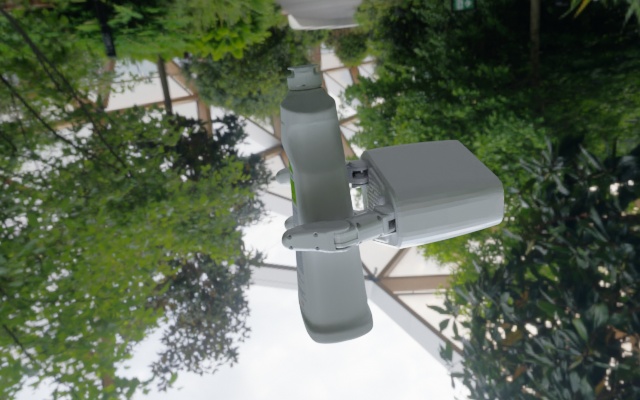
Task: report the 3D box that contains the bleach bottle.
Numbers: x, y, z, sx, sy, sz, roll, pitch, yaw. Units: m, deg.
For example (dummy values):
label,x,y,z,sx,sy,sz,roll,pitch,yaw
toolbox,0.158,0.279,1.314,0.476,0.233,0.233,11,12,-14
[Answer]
label,x,y,z,sx,sy,sz,roll,pitch,yaw
bleach bottle,0.000,0.002,0.455,0.068,0.251,0.102,-10,19,-10
